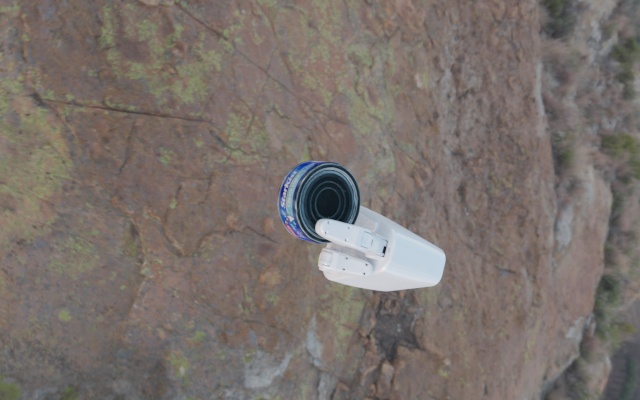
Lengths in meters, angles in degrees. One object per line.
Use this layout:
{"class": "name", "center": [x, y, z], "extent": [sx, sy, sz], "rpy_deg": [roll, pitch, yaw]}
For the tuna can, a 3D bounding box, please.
{"class": "tuna can", "center": [0.000, 0.002, 0.496], "extent": [0.086, 0.086, 0.034], "rpy_deg": [0, 5, -35]}
